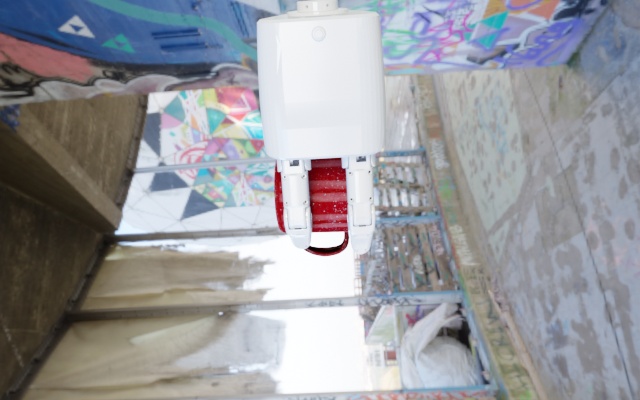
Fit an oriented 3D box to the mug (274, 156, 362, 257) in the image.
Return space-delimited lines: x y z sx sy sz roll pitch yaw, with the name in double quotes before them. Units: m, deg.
"mug" 0.000 0.003 0.475 0.081 0.117 0.093 -2 23 3
